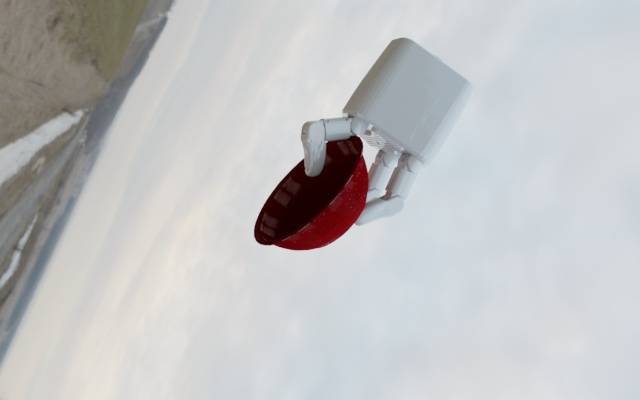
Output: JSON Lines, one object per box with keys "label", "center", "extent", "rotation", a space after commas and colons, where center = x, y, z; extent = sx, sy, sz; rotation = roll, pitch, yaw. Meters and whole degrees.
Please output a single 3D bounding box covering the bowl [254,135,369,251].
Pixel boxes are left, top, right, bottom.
{"label": "bowl", "center": [-0.001, 0.003, 0.538], "extent": [0.055, 0.162, 0.162], "rotation": [45, -21, -23]}
